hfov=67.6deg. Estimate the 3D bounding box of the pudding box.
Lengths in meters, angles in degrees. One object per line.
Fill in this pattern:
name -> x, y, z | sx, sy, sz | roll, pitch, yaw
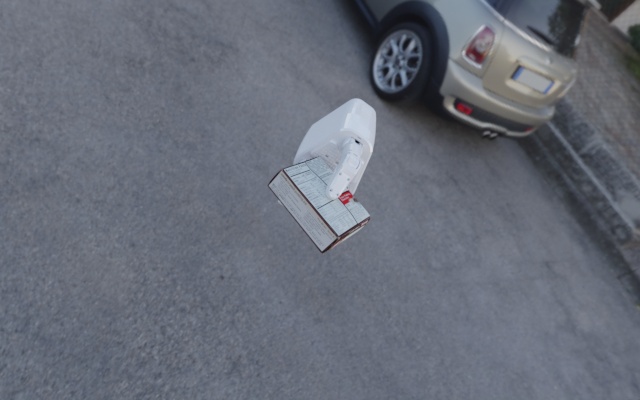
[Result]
pudding box -> 0.000, 0.002, 0.603 | 0.039, 0.113, 0.090 | -48, -13, 34
